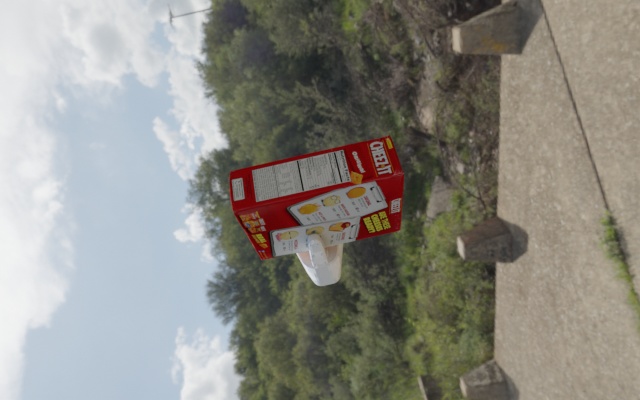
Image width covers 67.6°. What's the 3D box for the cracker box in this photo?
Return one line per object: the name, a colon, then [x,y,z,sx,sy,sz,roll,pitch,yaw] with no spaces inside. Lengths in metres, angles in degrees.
cracker box: [0.000,0.002,0.655,0.214,0.072,0.164,-13,-29,0]
